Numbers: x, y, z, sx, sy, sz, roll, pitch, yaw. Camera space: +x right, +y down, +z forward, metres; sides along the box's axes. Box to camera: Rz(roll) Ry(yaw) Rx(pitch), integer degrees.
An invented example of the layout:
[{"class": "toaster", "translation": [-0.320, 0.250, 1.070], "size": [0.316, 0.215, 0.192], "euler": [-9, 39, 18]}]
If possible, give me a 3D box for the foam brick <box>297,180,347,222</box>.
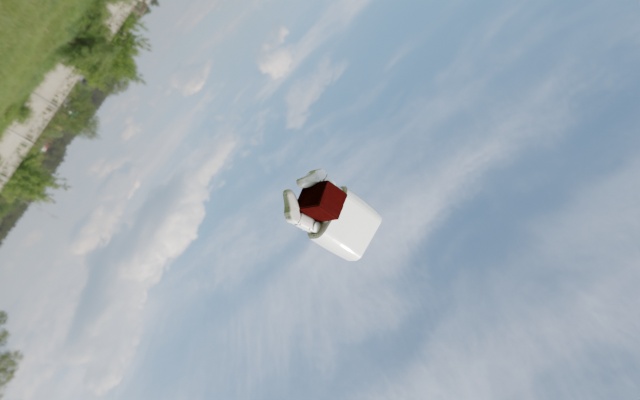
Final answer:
[{"class": "foam brick", "translation": [0.000, 0.003, 0.854], "size": [0.051, 0.053, 0.078], "euler": [35, -25, -28]}]
